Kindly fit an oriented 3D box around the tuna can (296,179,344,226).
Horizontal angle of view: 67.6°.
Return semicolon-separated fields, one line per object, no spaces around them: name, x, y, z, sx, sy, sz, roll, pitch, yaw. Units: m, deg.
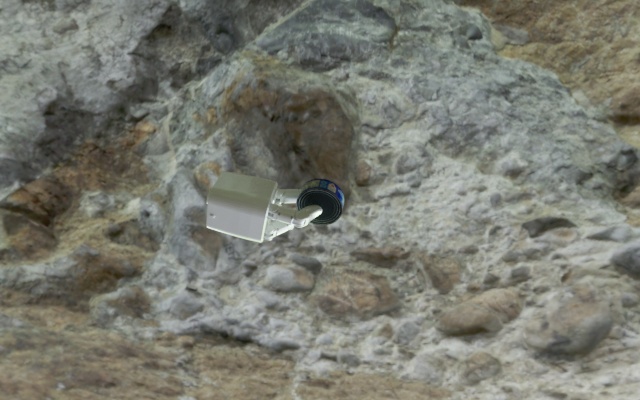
tuna can;0.000;0.003;0.874;0.086;0.086;0.033;0;38;12
